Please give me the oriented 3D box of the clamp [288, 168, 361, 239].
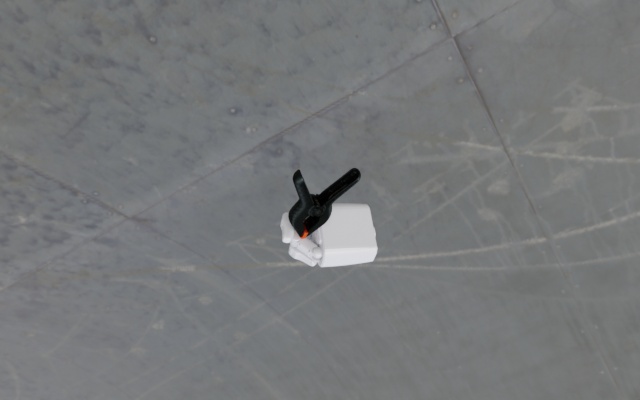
[{"bbox_3d":[0.000,0.003,0.823,0.120,0.039,0.172,-4,-36,-17],"label":"clamp"}]
